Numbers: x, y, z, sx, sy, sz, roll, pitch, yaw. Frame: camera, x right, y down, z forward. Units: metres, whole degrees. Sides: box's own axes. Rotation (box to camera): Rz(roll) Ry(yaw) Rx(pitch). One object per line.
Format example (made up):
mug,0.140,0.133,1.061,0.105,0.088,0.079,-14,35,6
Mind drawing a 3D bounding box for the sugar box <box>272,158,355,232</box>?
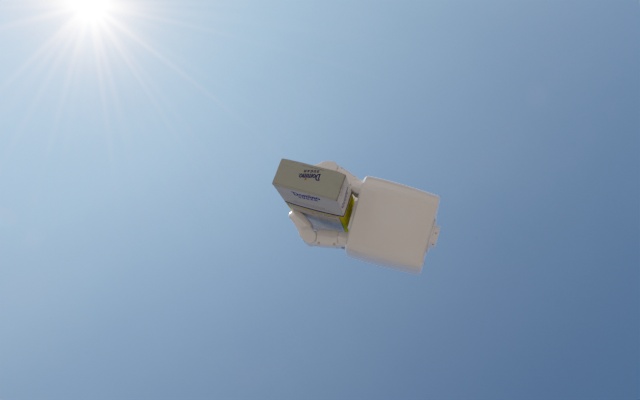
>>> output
sugar box,0.000,0.002,0.687,0.093,0.048,0.176,15,-19,15
